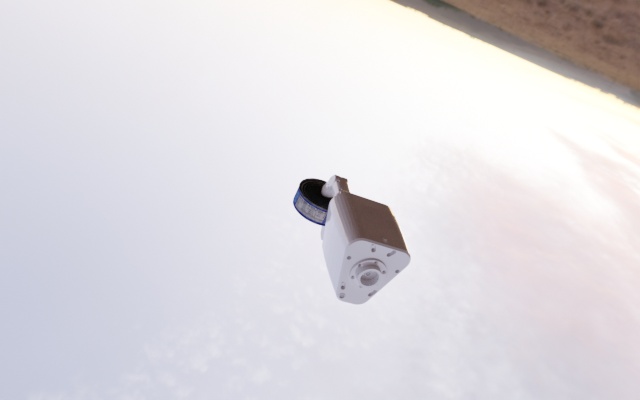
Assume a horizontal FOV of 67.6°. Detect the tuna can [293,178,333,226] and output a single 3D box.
[{"bbox_3d":[0.000,0.003,0.763,0.086,0.034,0.086,19,30,-12],"label":"tuna can"}]
